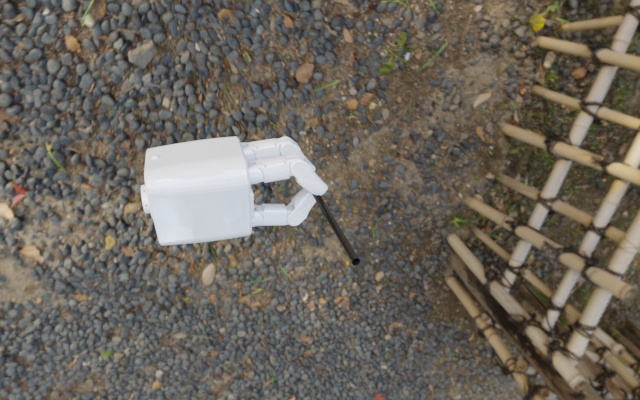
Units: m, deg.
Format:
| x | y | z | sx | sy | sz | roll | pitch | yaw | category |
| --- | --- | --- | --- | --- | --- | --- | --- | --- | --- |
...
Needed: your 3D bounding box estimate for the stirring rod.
| x | y | z | sx | sy | sz | roll | pitch | yaw | category |
| --- | --- | --- | --- | --- | --- | --- | --- | --- | --- |
| 0.000 | 0.002 | 0.543 | 0.011 | 0.011 | 0.239 | 0 | 27 | -18 | stirring rod |
